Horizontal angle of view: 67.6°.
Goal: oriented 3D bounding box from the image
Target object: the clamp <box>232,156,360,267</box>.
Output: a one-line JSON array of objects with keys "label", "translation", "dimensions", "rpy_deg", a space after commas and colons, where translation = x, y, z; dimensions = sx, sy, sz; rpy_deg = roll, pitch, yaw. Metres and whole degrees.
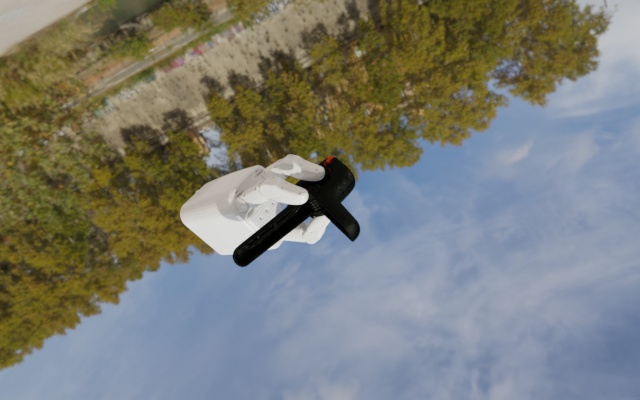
[{"label": "clamp", "translation": [0.000, 0.002, 0.599], "dimensions": [0.164, 0.036, 0.210], "rpy_deg": [-11, 28, 33]}]
